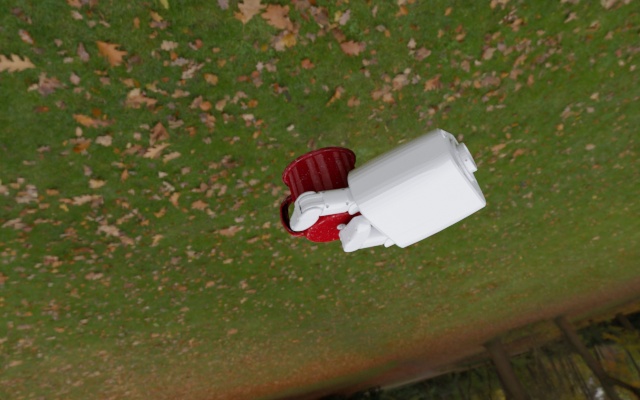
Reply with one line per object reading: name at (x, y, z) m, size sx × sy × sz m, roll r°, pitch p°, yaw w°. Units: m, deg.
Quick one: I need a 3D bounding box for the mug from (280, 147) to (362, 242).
mug at (-0.001, 0.003, 0.562) m, size 0.117 × 0.081 × 0.093 m, roll -29°, pitch -26°, yaw 23°
